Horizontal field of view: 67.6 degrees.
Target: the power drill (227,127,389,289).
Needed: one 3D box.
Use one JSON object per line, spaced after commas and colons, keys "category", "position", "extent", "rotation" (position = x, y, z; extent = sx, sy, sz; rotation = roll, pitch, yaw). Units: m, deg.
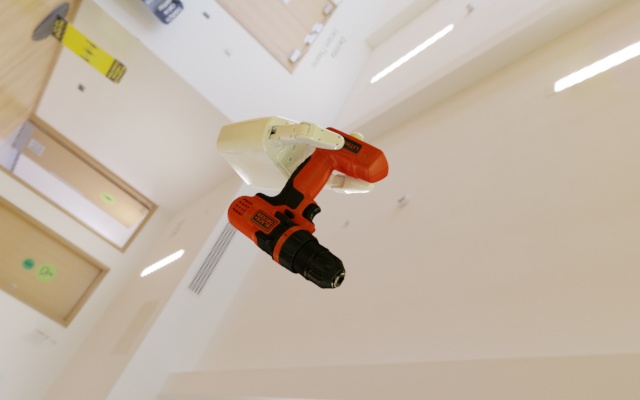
{"category": "power drill", "position": [0.000, 0.002, 0.593], "extent": [0.184, 0.187, 0.057], "rotation": [31, -24, 31]}
